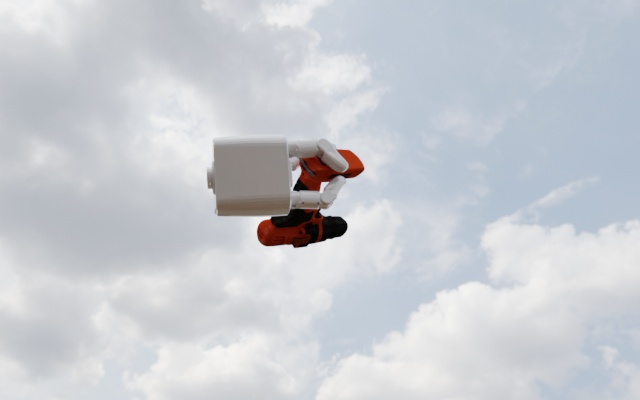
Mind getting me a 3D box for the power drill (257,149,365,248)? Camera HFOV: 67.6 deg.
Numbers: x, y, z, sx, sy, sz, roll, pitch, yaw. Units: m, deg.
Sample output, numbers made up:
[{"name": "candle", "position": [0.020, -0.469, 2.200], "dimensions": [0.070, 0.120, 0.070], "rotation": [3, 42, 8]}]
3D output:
[{"name": "power drill", "position": [0.000, 0.002, 0.800], "dimensions": [0.184, 0.188, 0.057], "rotation": [-5, 44, -38]}]
